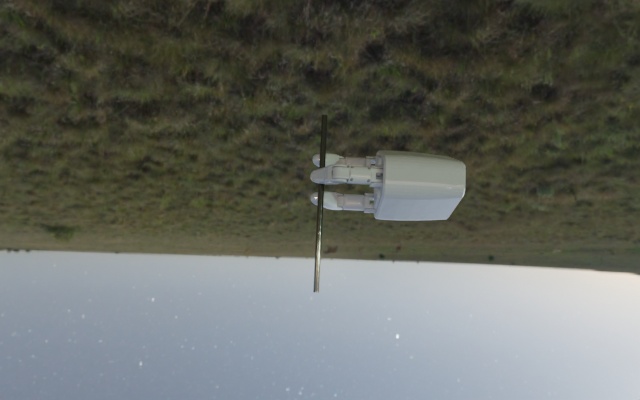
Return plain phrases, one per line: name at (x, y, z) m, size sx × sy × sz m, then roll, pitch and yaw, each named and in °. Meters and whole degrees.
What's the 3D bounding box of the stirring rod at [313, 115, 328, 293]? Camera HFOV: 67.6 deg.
stirring rod at (0.000, 0.002, 0.645) m, size 0.011 × 0.239 × 0.011 m, roll 3°, pitch -6°, yaw 0°
